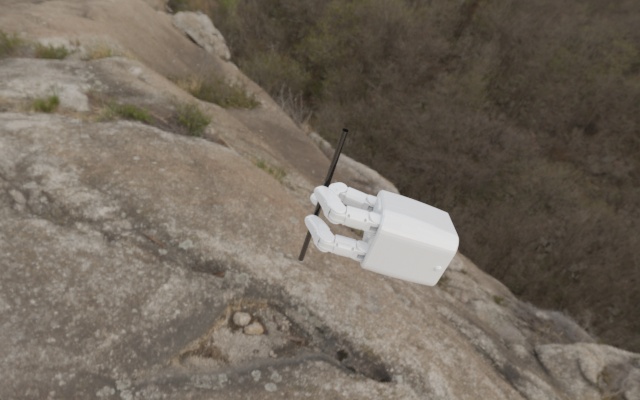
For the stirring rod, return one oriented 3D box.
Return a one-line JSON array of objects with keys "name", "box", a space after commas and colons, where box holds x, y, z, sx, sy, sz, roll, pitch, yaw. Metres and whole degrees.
[{"name": "stirring rod", "box": [0.000, 0.002, 0.662, 0.011, 0.240, 0.011, 11, 40, -9]}]
